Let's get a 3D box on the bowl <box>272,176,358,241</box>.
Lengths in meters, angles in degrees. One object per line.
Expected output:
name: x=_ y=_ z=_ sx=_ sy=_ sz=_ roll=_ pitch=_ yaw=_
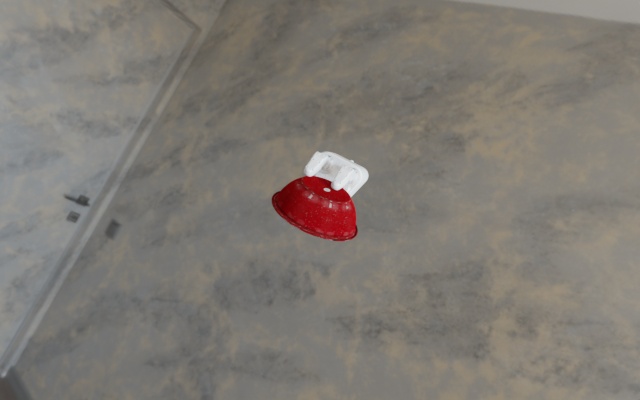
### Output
bowl: x=0.000 y=0.003 z=0.820 sx=0.162 sy=0.055 sz=0.162 roll=20 pitch=23 yaw=-9
